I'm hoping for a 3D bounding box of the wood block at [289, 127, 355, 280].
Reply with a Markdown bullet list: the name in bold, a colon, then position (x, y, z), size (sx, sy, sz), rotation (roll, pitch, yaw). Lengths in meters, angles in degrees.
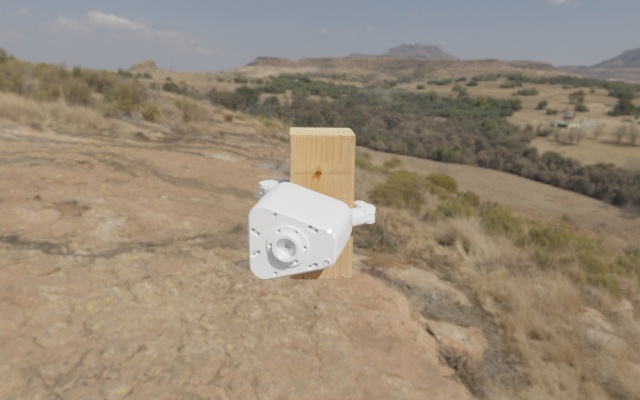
- **wood block**: position (0.000, 0.002, 0.696), size (0.091, 0.206, 0.090), rotation (0, 15, -3)
